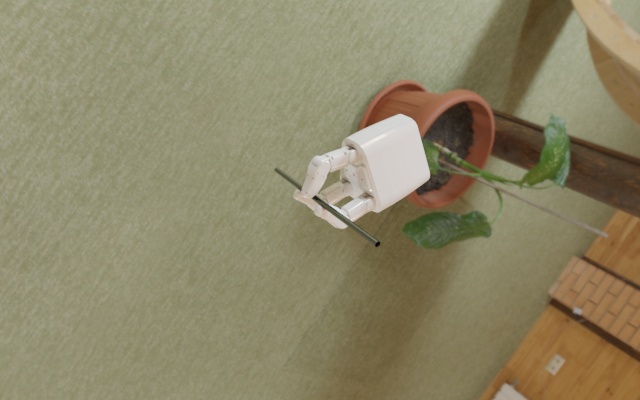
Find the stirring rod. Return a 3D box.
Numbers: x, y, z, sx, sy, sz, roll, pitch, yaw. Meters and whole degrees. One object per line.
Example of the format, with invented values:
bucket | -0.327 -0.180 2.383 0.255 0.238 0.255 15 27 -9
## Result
stirring rod | 0.000 0.002 0.649 0.011 0.011 0.239 0 24 -38
